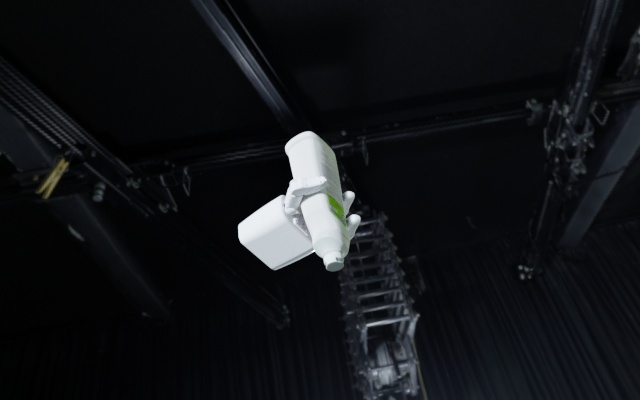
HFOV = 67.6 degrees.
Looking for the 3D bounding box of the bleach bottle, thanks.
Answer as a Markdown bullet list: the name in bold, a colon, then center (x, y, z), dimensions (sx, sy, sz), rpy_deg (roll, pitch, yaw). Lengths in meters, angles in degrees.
- **bleach bottle**: center (0.000, 0.003, 0.816), dimensions (0.068, 0.250, 0.103), rpy_deg (-30, -42, 23)
